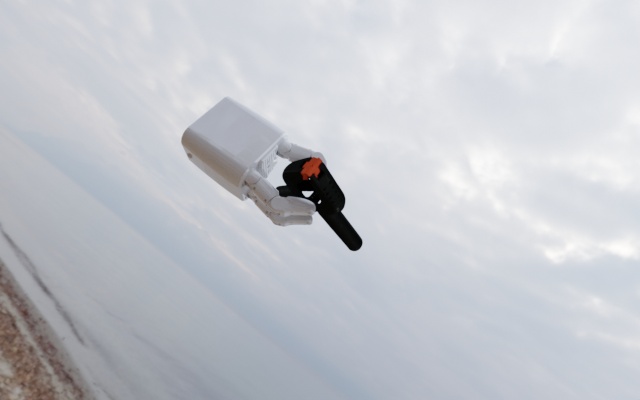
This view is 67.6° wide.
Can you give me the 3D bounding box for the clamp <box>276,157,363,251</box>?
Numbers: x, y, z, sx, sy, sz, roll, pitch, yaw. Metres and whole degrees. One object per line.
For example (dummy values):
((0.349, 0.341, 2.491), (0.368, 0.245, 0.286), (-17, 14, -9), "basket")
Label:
((0.000, 0.001, 0.664), (0.164, 0.036, 0.210), (34, -17, 6), "clamp")
